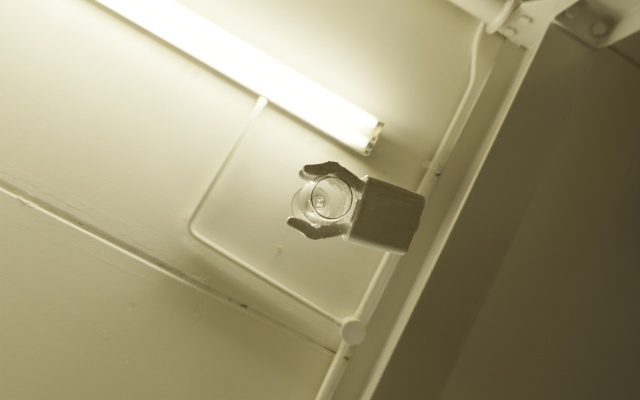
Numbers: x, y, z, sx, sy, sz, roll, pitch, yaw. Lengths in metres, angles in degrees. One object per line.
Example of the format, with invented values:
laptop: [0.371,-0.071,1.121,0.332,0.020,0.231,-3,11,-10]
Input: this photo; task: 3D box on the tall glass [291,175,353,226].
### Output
tall glass: [0.000,0.003,0.779,0.079,0.079,0.201,0,-4,-9]
